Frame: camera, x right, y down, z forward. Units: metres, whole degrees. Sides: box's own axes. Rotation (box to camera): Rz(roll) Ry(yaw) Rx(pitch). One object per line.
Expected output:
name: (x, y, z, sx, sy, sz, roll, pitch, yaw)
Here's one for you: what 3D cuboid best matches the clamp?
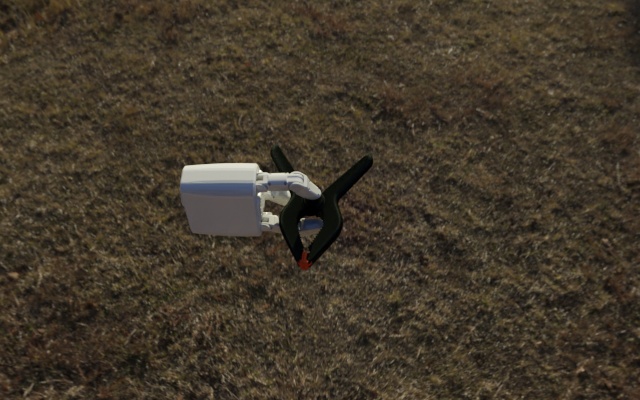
clamp: (0.000, 0.002, 0.721, 0.164, 0.209, 0.036, 0, -30, 2)
